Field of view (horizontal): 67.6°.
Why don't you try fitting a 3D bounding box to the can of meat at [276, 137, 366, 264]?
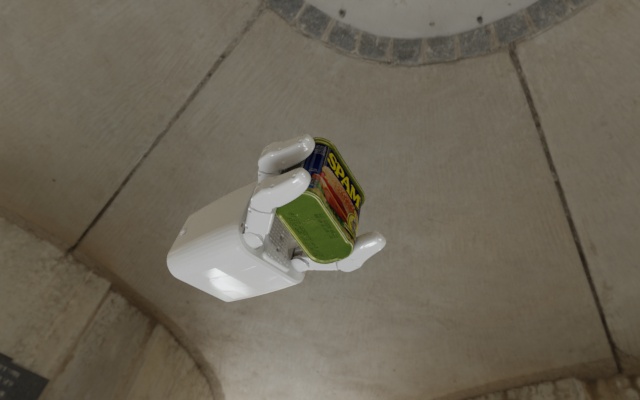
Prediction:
[{"bbox_3d":[0.000,0.002,0.486,0.057,0.102,0.084,-18,34,26],"label":"can of meat"}]
